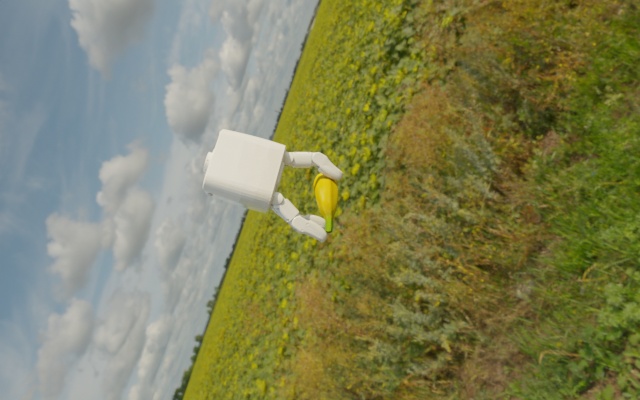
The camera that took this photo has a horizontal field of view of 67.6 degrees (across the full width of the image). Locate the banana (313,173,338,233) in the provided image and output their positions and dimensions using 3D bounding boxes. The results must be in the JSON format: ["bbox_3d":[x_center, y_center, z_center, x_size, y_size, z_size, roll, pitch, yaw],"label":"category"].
[{"bbox_3d":[0.005,-0.013,0.815,0.037,0.070,0.197,14,17,-7],"label":"banana"}]
